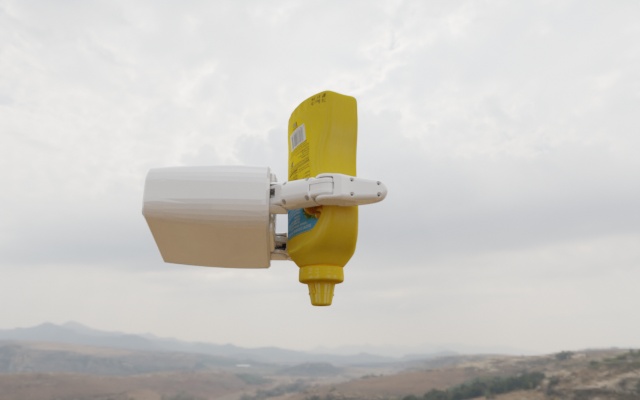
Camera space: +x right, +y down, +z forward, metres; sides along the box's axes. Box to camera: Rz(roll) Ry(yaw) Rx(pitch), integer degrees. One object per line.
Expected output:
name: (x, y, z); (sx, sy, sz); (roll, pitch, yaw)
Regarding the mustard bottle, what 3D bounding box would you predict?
mustard bottle: (0.000, 0.001, 0.449); (0.058, 0.191, 0.096); (9, -20, -26)
